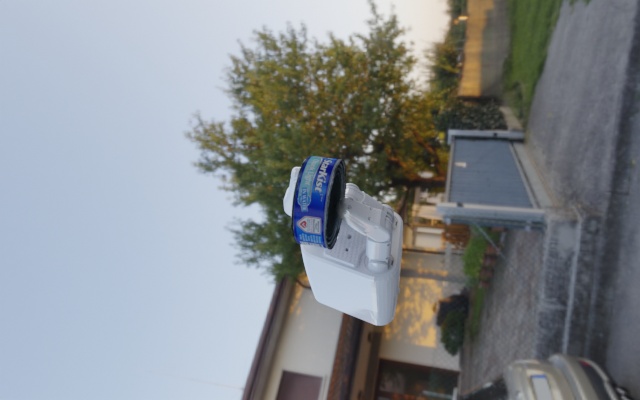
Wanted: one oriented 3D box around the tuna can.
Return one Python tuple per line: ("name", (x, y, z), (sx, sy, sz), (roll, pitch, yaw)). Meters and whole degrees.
("tuna can", (0.000, 0.001, 0.450), (0.034, 0.086, 0.086), (8, 2, 12))
